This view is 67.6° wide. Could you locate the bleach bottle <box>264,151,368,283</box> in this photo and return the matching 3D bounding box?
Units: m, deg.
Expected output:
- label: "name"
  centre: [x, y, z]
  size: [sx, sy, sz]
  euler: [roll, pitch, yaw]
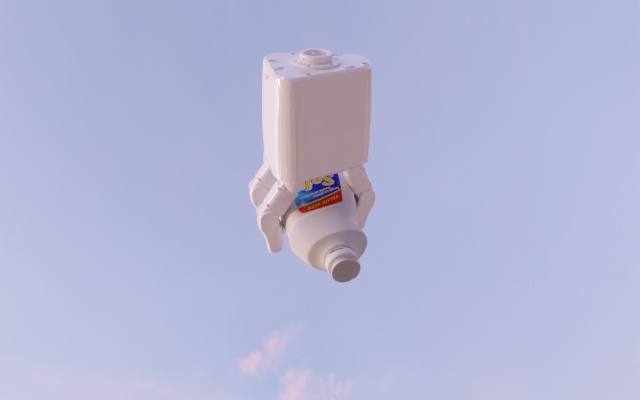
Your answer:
- label: "bleach bottle"
  centre: [0.000, 0.002, 0.551]
  size: [0.102, 0.068, 0.250]
  euler: [-6, 32, -14]
